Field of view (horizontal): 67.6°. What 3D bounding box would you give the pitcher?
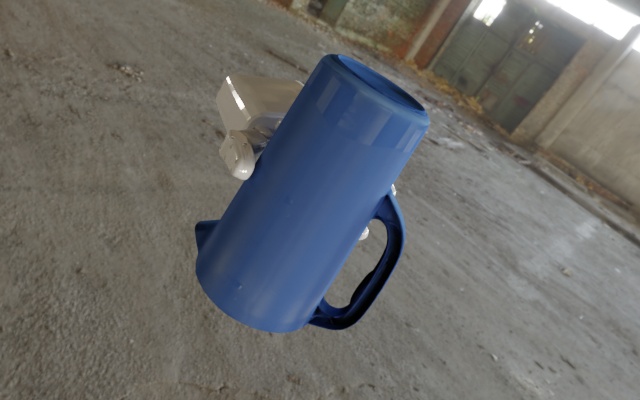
[{"bbox_3d":[0.000,0.001,0.446,0.149,0.243,0.145,15,28,-36],"label":"pitcher"}]
